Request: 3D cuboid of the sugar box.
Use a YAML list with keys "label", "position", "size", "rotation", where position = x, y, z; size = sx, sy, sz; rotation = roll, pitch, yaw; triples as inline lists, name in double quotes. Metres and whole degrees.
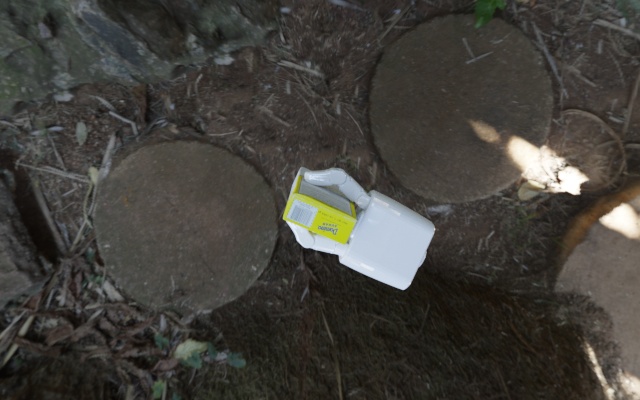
- label: "sugar box"
  position: [0.000, 0.003, 0.703]
  size: [0.093, 0.048, 0.176]
  rotation: [24, 12, -5]
